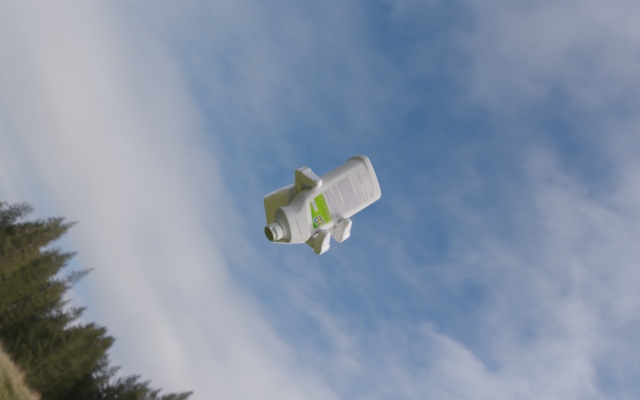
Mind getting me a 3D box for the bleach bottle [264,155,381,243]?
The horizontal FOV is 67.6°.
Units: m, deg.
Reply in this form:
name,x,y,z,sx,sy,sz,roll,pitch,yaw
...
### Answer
name,x,y,z,sx,sy,sz,roll,pitch,yaw
bleach bottle,0.000,0.003,0.897,0.250,0.102,0.068,-27,10,-33
